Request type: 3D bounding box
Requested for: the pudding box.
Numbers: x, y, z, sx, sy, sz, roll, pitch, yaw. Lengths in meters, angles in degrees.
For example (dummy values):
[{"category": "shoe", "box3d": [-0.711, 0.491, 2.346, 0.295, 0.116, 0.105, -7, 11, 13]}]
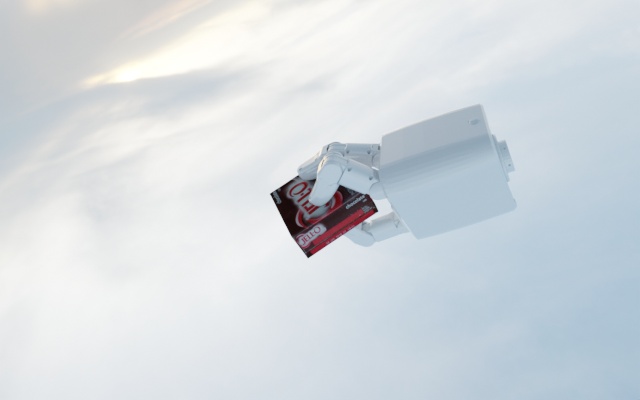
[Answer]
[{"category": "pudding box", "box3d": [0.000, 0.002, 0.523, 0.090, 0.039, 0.113, -33, 28, -2]}]
